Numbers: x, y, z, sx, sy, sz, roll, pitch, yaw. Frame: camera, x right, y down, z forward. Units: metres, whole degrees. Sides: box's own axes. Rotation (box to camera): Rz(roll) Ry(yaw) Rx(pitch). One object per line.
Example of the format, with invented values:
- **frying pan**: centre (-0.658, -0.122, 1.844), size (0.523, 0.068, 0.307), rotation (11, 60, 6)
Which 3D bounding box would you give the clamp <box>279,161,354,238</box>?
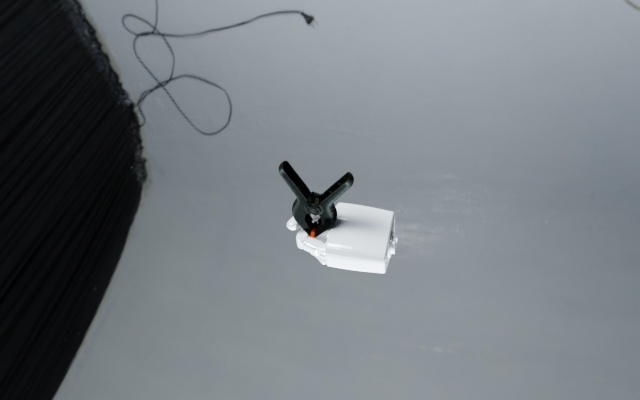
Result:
- **clamp**: centre (0.000, 0.003, 0.803), size (0.120, 0.039, 0.172), rotation (9, -38, 17)
